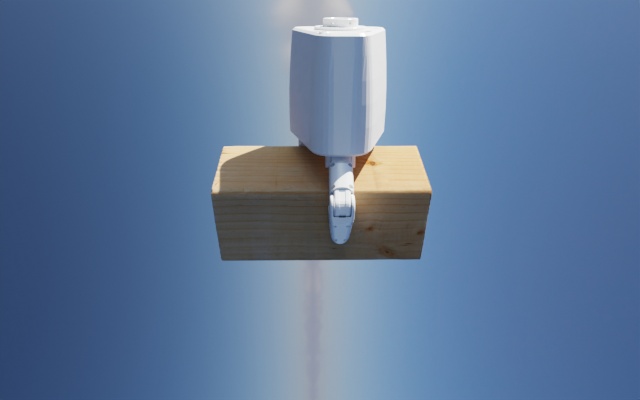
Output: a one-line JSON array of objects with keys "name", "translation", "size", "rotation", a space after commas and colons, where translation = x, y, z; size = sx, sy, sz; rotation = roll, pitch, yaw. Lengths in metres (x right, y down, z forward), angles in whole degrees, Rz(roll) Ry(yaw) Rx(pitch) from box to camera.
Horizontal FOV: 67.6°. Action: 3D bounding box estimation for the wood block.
[{"name": "wood block", "translation": [0.000, 0.001, 0.501], "size": [0.206, 0.090, 0.090], "rotation": [0, 37, -1]}]
